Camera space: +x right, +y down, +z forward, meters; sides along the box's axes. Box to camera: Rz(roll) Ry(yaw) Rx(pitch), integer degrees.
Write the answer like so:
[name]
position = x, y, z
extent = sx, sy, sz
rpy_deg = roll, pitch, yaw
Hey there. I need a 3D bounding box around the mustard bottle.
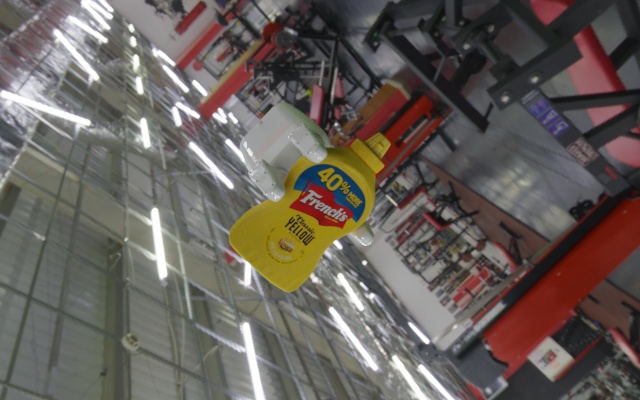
[mustard bottle]
position = 0.000, 0.002, 0.507
extent = 0.096, 0.191, 0.058
rpy_deg = 44, 5, -14
